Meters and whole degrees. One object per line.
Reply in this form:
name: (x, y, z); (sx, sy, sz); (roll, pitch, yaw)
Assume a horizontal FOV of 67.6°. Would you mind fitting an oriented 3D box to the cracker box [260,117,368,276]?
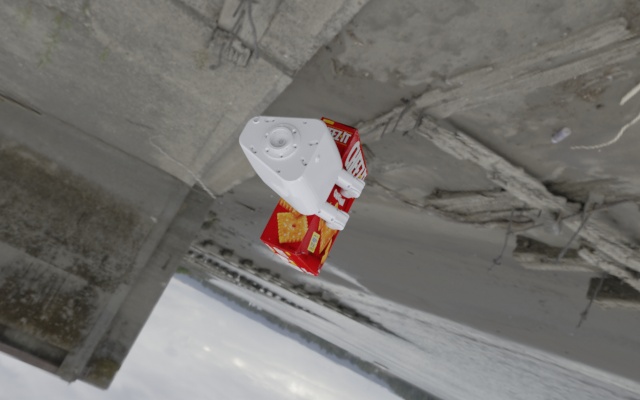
cracker box: (0.000, 0.003, 0.768); (0.072, 0.213, 0.164); (22, -15, 18)
